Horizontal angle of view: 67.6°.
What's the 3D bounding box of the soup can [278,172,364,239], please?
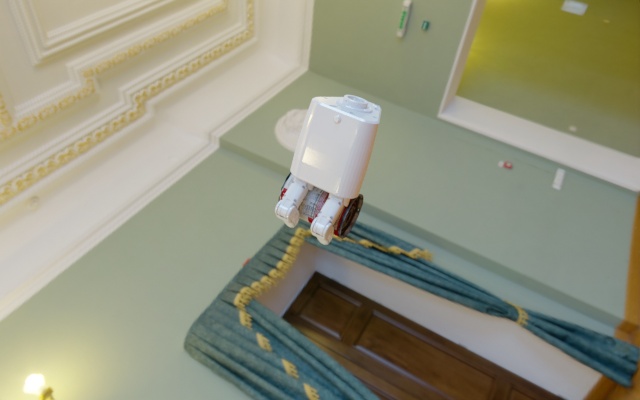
[{"bbox_3d":[0.000,0.002,0.674,0.102,0.068,0.068,25,8,17],"label":"soup can"}]
